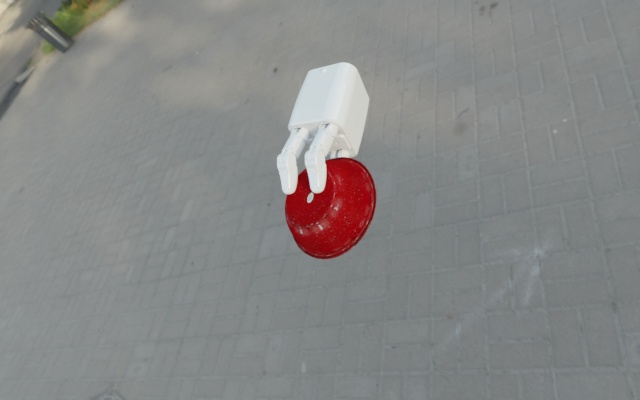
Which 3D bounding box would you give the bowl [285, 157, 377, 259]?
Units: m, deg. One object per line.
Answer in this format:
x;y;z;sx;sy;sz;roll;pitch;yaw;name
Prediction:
0.000;0.003;0.703;0.162;0.162;0.055;0;-17;40;bowl
